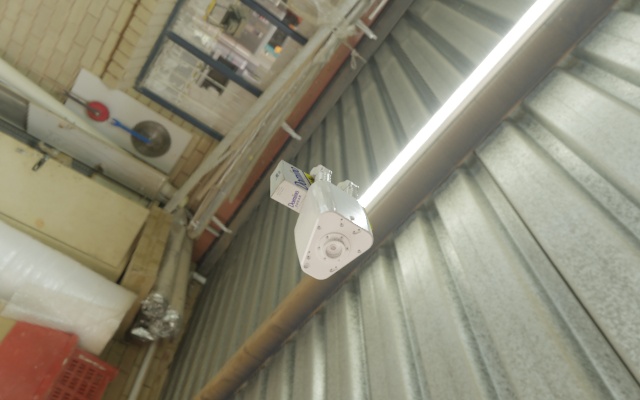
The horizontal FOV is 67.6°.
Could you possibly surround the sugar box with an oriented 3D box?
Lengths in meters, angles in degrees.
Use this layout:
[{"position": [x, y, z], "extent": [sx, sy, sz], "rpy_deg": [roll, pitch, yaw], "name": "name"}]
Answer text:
[{"position": [0.001, 0.002, 0.809], "extent": [0.176, 0.048, 0.093], "rpy_deg": [31, 17, -18], "name": "sugar box"}]
